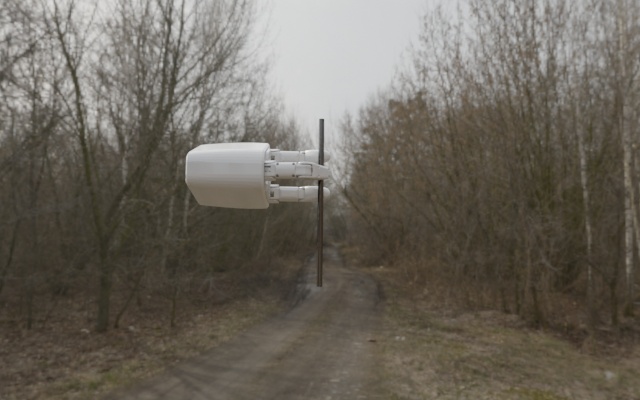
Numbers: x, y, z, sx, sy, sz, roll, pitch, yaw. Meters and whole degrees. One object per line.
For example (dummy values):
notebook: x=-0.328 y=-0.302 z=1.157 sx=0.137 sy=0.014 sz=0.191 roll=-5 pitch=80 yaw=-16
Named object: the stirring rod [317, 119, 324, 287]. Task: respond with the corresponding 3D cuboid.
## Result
stirring rod: x=0.000 y=0.002 z=0.685 sx=0.011 sy=0.239 sz=0.011 roll=1 pitch=-3 yaw=0
